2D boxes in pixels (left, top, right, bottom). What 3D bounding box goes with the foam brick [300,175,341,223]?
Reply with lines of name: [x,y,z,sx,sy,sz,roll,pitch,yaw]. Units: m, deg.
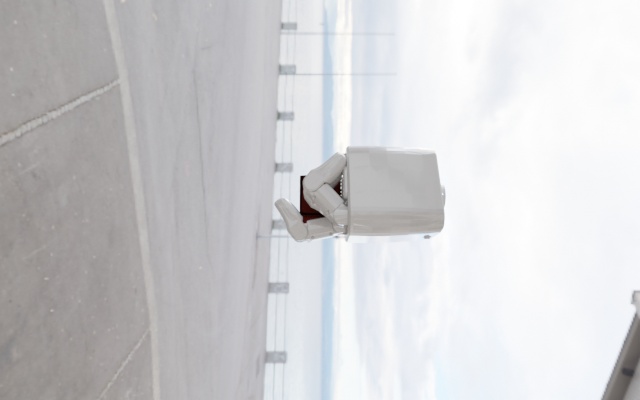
foam brick: [0.000,0.002,0.619,0.051,0.053,0.078,0,-12,0]
